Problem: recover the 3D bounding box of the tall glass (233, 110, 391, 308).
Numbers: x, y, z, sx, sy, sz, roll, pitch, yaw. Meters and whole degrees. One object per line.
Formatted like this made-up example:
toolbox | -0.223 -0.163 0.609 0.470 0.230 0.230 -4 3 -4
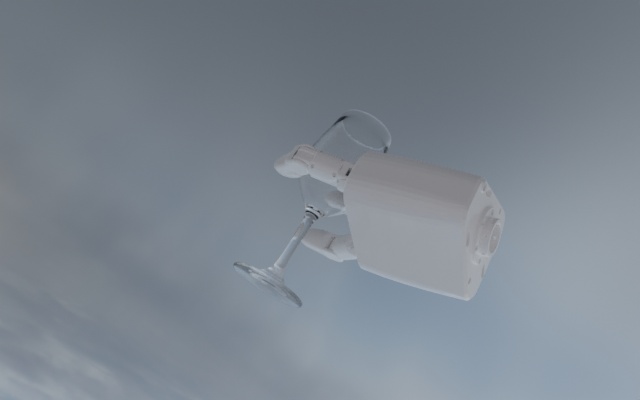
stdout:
tall glass | 0.000 0.002 0.479 0.079 0.201 0.079 27 -23 12
